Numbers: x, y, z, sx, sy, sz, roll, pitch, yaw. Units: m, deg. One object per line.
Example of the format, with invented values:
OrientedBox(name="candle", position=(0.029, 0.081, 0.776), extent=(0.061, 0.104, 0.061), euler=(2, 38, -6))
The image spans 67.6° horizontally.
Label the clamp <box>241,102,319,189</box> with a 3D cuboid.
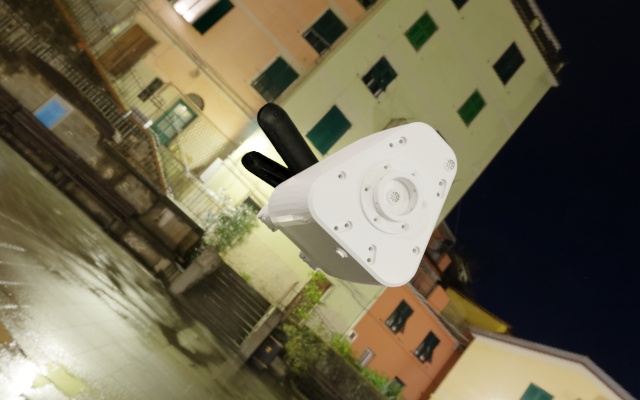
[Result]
OrientedBox(name="clamp", position=(0.001, 0.001, 0.484), extent=(0.210, 0.036, 0.164), euler=(45, -16, -11))
